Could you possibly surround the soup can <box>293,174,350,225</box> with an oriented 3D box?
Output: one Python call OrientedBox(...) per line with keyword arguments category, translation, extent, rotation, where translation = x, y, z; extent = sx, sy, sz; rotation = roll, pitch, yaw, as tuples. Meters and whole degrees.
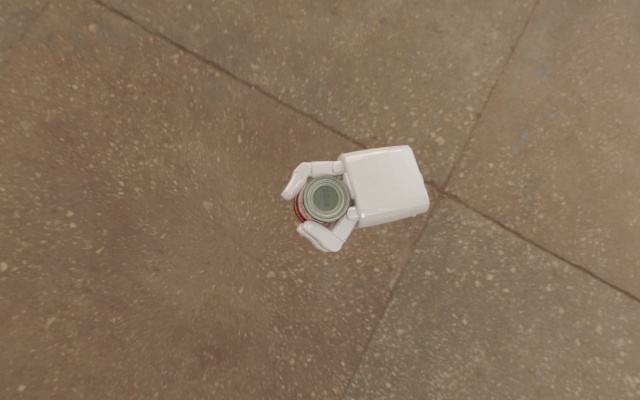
OrientedBox(category="soup can", translation=(0.000, 0.002, 0.693), extent=(0.068, 0.068, 0.102), rotation=(0, -6, -10))
